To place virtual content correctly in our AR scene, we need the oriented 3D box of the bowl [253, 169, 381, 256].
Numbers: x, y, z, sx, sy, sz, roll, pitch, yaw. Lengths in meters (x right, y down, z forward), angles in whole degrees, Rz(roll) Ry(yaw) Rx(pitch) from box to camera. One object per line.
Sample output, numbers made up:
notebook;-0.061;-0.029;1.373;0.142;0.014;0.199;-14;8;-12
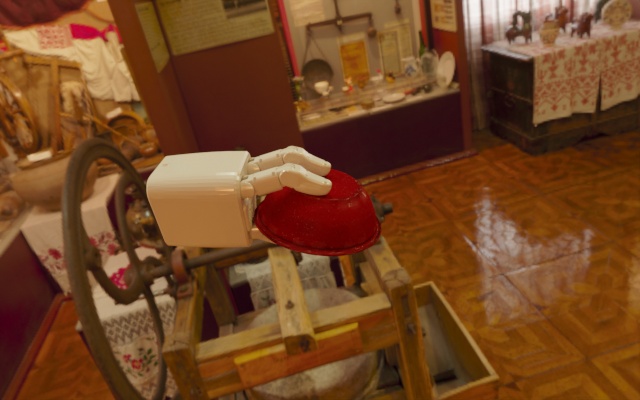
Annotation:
bowl;0.001;0.002;0.589;0.162;0.055;0.162;7;27;-3
